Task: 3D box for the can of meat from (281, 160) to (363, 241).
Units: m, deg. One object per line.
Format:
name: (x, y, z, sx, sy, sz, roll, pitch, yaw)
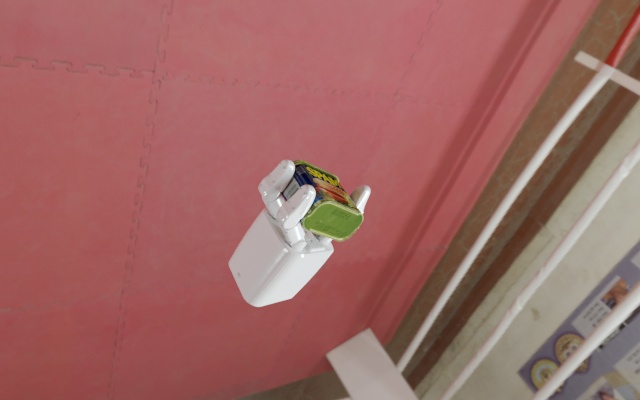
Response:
can of meat: (0.000, 0.002, 0.638, 0.102, 0.057, 0.084, 22, 25, -46)
